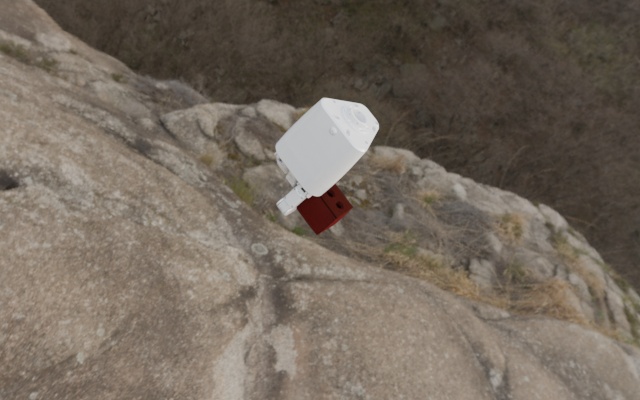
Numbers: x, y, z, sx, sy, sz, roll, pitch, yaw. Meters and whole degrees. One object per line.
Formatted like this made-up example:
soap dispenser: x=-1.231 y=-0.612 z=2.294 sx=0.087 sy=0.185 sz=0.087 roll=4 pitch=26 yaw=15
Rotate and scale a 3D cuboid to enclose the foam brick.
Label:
foam brick: x=0.000 y=0.003 z=0.725 sx=0.051 sy=0.078 sz=0.053 roll=-41 pitch=-6 yaw=35
